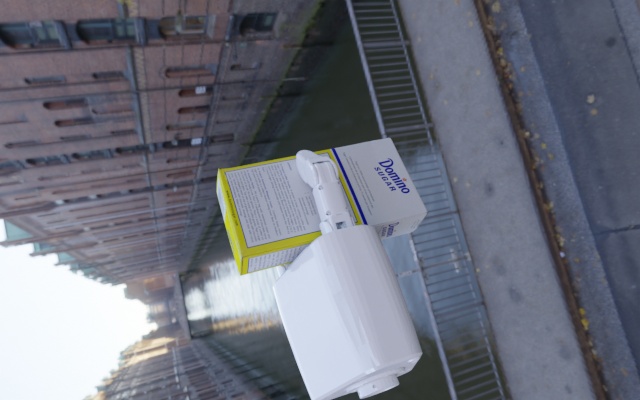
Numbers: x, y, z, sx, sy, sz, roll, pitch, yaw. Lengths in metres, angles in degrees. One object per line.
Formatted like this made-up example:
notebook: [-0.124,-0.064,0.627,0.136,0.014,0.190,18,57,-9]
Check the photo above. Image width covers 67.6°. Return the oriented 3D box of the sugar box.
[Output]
sugar box: [0.000,0.002,0.445,0.176,0.093,0.048,-10,-28,-20]
